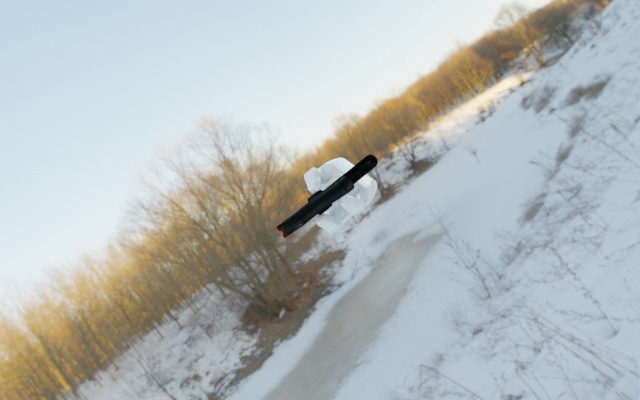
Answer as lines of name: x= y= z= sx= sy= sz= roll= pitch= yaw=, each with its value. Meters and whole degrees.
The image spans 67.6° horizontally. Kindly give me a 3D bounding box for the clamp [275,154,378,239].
clamp: x=-0.001 y=0.002 z=0.800 sx=0.210 sy=0.036 sz=0.164 roll=-38 pitch=1 yaw=20
